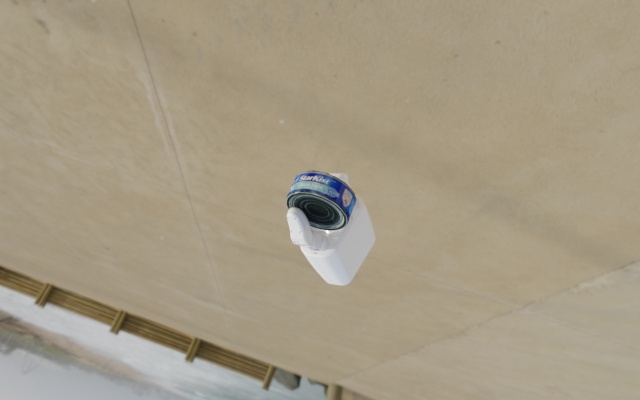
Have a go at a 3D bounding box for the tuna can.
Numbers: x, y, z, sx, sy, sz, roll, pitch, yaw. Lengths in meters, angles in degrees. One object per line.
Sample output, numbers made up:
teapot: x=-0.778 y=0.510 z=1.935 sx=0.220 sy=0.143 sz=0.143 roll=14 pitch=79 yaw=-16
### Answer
tuna can: x=0.000 y=0.002 z=0.607 sx=0.086 sy=0.033 sz=0.086 roll=16 pitch=-31 yaw=10
